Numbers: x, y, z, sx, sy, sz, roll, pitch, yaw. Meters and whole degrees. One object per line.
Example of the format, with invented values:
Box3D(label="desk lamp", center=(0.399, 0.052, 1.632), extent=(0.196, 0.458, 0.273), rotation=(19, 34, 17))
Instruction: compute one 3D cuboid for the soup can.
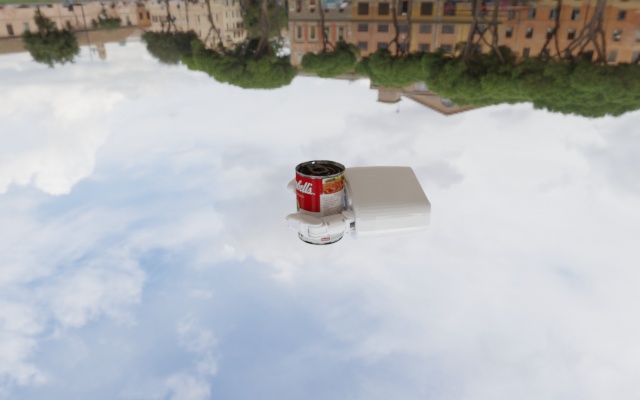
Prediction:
Box3D(label="soup can", center=(0.000, 0.003, 0.661), extent=(0.068, 0.102, 0.068), rotation=(0, 23, 0))
